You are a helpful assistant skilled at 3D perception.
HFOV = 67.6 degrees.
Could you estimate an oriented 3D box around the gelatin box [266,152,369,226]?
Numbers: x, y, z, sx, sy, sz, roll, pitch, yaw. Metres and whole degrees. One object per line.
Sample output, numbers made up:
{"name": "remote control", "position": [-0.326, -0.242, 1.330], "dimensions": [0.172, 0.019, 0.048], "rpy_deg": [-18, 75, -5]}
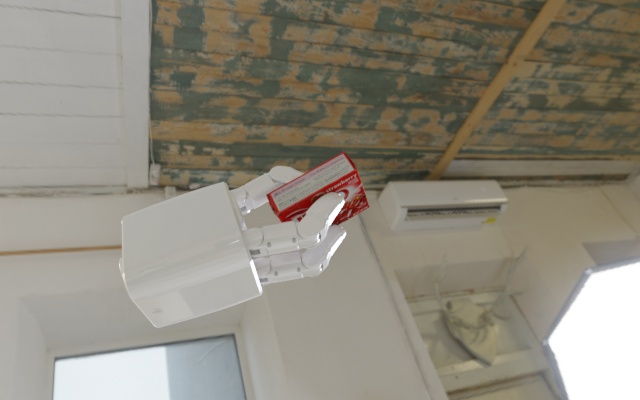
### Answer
{"name": "gelatin box", "position": [0.000, 0.001, 0.478], "dimensions": [0.089, 0.030, 0.073], "rpy_deg": [-30, -34, -2]}
